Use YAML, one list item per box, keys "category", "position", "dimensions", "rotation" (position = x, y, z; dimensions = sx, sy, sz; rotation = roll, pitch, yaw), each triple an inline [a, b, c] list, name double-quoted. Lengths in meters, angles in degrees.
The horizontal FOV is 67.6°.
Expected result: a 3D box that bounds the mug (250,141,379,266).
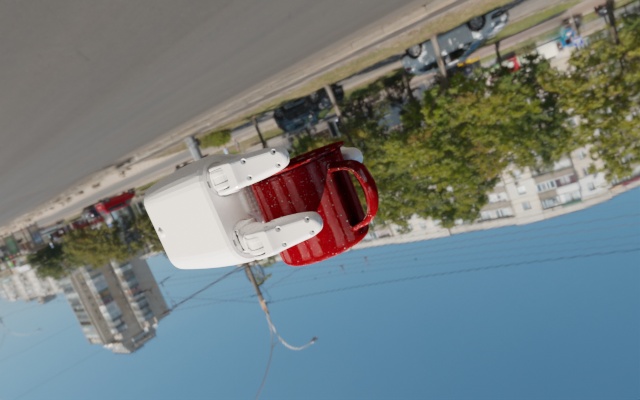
- category: "mug"
  position: [0.001, 0.001, 0.401]
  dimensions: [0.117, 0.081, 0.093]
  rotation: [-14, 12, 41]
